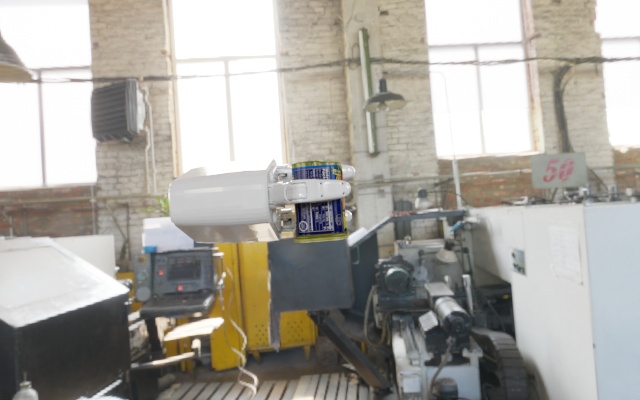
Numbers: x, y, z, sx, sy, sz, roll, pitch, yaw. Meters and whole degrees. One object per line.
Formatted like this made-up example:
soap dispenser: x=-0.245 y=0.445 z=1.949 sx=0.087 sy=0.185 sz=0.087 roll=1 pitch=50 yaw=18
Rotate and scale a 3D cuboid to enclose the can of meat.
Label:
can of meat: x=0.000 y=0.001 z=0.534 sx=0.057 sy=0.084 sz=0.102 roll=-5 pitch=-2 yaw=5
